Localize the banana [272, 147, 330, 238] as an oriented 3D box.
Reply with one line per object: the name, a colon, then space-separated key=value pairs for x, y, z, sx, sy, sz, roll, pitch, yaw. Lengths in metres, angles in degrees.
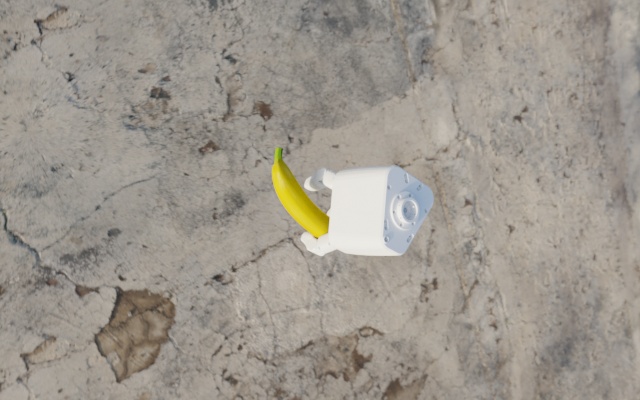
banana: x=-0.011 y=0.012 z=0.707 sx=0.037 sy=0.198 sz=0.069 roll=-16 pitch=29 yaw=50
